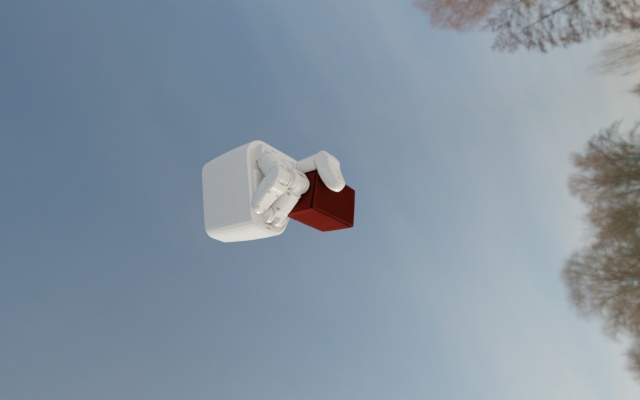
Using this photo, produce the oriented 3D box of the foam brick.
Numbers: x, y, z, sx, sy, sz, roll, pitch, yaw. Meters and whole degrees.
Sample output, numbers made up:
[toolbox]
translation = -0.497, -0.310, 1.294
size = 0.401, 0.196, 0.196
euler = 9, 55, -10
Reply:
[foam brick]
translation = 0.000, 0.002, 0.605
size = 0.051, 0.053, 0.078
euler = -14, -30, 41
